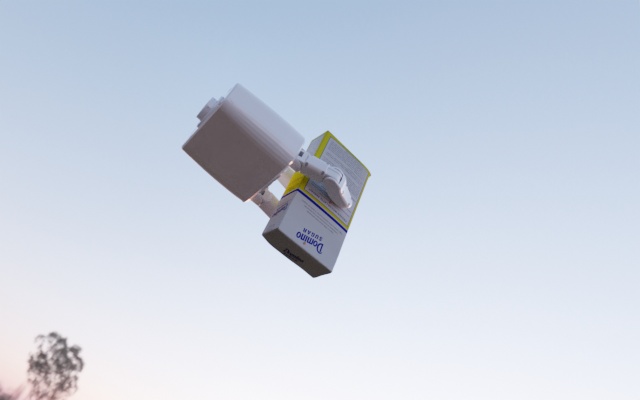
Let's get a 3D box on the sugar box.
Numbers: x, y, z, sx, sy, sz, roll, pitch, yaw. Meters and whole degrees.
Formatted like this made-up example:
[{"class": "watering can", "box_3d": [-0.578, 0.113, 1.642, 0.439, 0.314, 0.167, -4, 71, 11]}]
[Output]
[{"class": "sugar box", "box_3d": [0.000, 0.002, 0.622, 0.093, 0.176, 0.048, 42, -37, -20]}]
